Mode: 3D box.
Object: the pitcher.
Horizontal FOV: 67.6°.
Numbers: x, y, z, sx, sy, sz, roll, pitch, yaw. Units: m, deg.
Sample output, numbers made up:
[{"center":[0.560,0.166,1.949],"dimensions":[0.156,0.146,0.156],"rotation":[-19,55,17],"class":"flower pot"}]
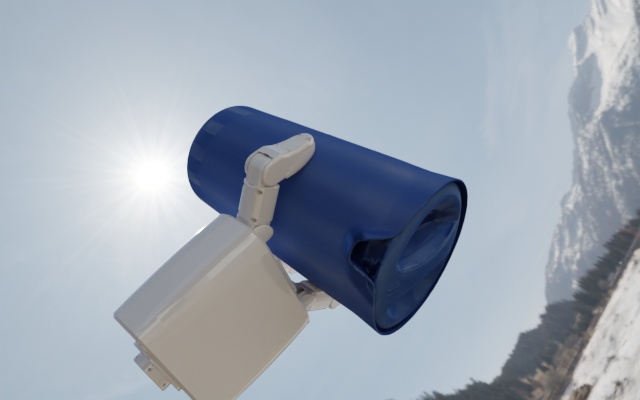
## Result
[{"center":[0.000,0.002,0.435],"dimensions":[0.242,0.149,0.145],"rotation":[28,58,32],"class":"pitcher"}]
